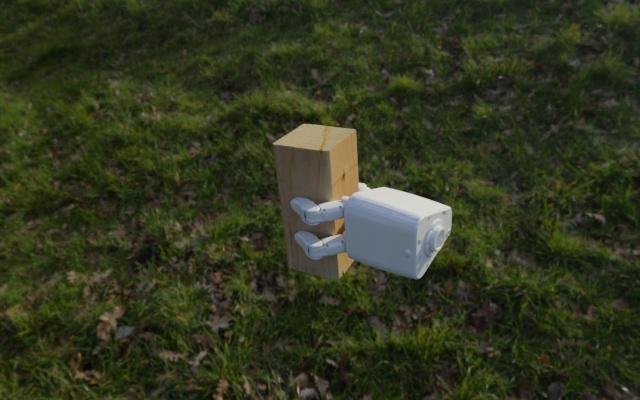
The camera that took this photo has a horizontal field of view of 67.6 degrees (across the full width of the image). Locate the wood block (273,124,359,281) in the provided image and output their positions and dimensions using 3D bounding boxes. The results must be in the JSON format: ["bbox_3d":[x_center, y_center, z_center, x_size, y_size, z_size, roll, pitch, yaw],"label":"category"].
[{"bbox_3d":[0.001,0.002,0.708,0.090,0.206,0.090,11,31,27],"label":"wood block"}]
